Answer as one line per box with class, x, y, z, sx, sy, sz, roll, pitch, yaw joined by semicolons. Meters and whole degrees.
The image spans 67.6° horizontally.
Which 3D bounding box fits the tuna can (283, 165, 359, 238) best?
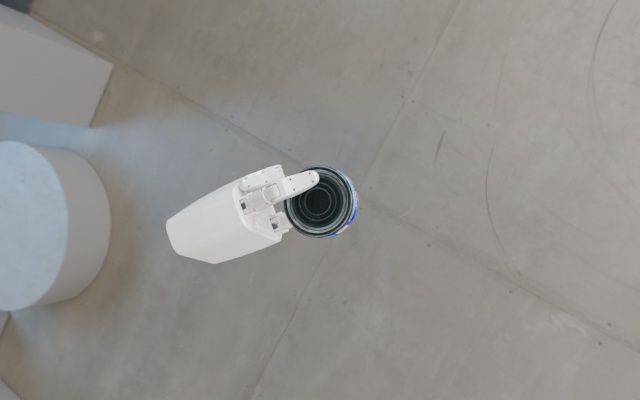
tuna can;0.000;0.002;0.564;0.086;0.086;0.034;0;-3;15
